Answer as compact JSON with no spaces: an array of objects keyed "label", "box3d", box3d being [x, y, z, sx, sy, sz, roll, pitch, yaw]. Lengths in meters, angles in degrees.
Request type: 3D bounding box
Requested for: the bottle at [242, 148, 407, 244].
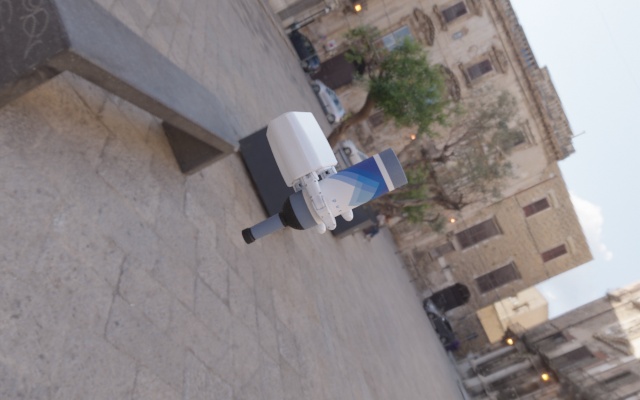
[{"label":"bottle","box3d":[0.000,0.003,0.820,0.296,0.069,0.069,-25,-3,7]}]
